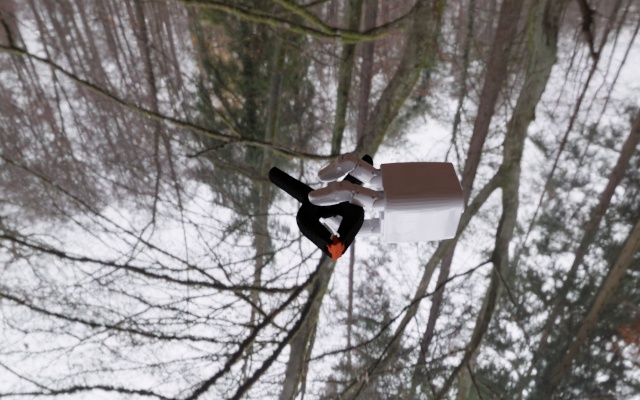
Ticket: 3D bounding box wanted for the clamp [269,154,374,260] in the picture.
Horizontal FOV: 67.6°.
[{"bbox_3d":[0.000,0.003,0.682,0.164,0.036,0.209,-4,38,4],"label":"clamp"}]
